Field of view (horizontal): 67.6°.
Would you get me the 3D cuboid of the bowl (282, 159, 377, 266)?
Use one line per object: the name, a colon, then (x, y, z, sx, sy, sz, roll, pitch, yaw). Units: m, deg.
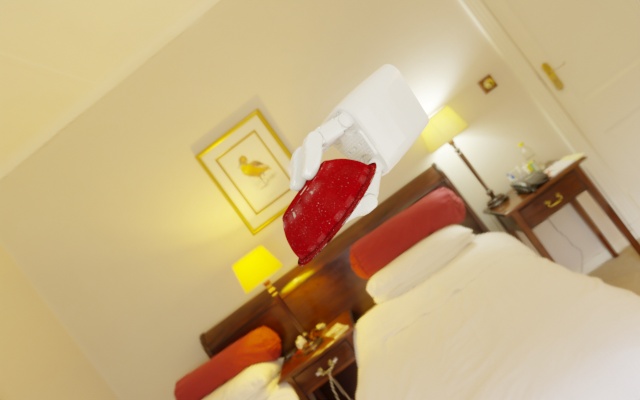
bowl: (-0.001, 0.003, 0.601, 0.055, 0.162, 0.162, 36, -5, -7)
